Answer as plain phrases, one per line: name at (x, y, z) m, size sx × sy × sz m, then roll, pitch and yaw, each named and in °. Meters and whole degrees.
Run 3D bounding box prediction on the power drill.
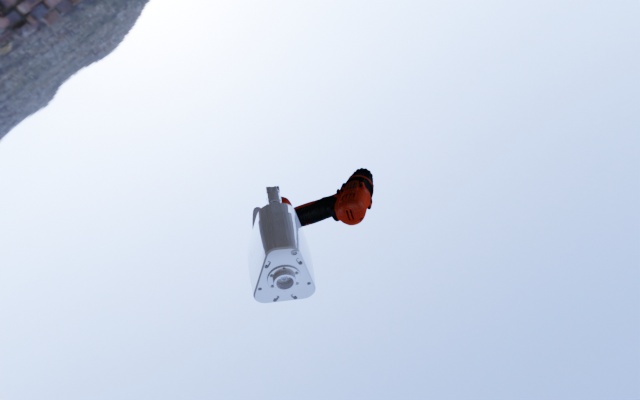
power drill at (0.000, 0.003, 0.825) m, size 0.187 × 0.057 × 0.184 m, roll -16°, pitch 16°, yaw 18°
